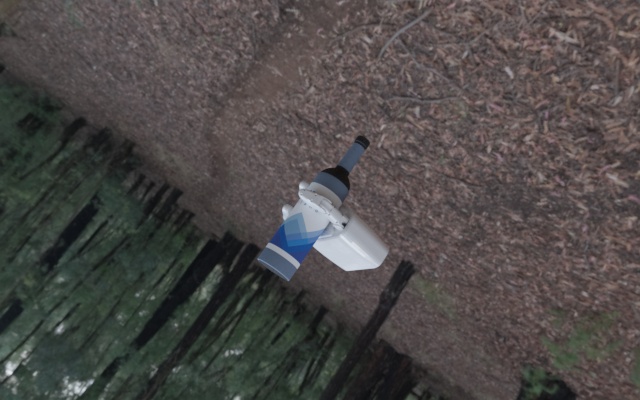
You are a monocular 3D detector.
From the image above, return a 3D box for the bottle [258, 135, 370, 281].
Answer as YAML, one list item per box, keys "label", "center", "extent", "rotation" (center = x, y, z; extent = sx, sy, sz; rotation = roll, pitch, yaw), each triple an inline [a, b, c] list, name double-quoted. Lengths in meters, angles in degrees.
- label: "bottle"
  center: [0.000, 0.003, 0.856]
  extent: [0.069, 0.295, 0.069]
  rotation: [32, -16, 10]
